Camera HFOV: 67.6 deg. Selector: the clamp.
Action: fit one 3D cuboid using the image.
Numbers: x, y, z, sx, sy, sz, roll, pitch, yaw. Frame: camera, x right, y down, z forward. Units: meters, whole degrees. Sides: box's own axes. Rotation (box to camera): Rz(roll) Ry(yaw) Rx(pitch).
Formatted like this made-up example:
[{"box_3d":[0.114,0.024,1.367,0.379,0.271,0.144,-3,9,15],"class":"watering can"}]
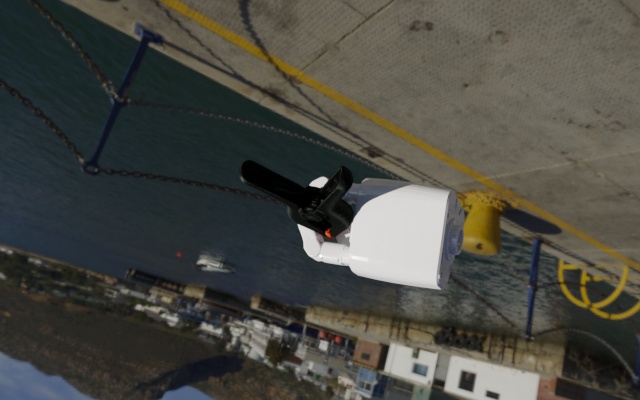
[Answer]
[{"box_3d":[0.000,0.002,0.531,0.120,0.039,0.171,7,-18,29],"class":"clamp"}]
